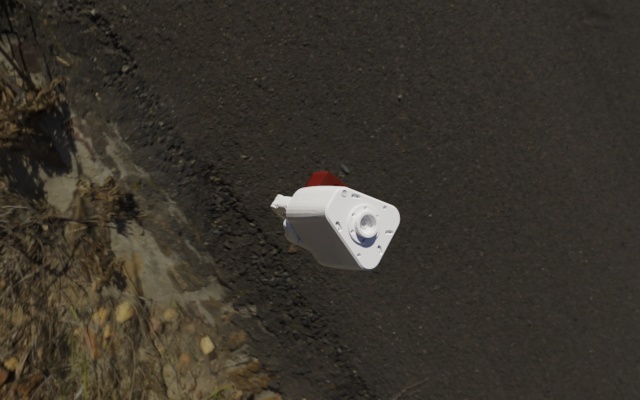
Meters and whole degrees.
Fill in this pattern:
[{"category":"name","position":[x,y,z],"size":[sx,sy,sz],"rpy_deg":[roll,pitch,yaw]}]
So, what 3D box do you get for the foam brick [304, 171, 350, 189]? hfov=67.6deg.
[{"category":"foam brick","position":[0.000,0.002,0.707],"size":[0.053,0.078,0.051],"rpy_deg":[38,-19,-22]}]
